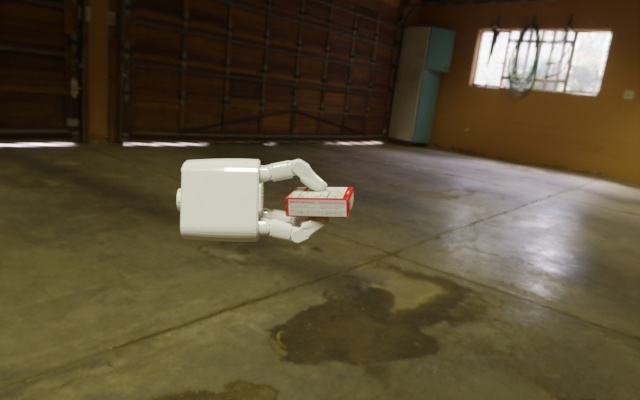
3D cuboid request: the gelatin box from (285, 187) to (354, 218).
[{"bbox_3d":[0.000,0.002,0.681,0.089,0.030,0.073,0,13,9],"label":"gelatin box"}]
